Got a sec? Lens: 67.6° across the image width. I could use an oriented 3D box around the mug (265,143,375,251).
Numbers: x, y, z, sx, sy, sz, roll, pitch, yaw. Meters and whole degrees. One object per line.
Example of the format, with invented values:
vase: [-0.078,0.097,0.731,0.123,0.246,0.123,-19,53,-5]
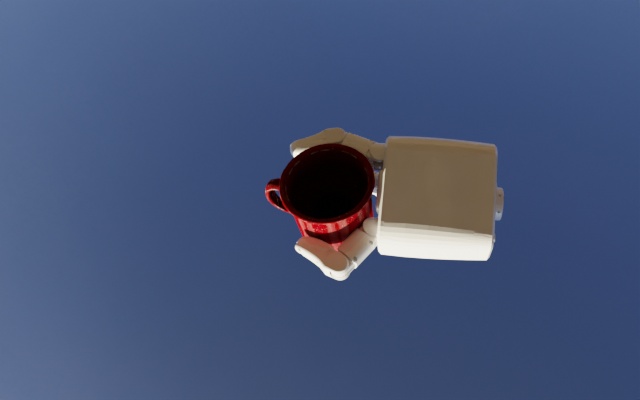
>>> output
mug: [-0.001,0.002,0.493,0.117,0.093,0.082,5,-30,13]
